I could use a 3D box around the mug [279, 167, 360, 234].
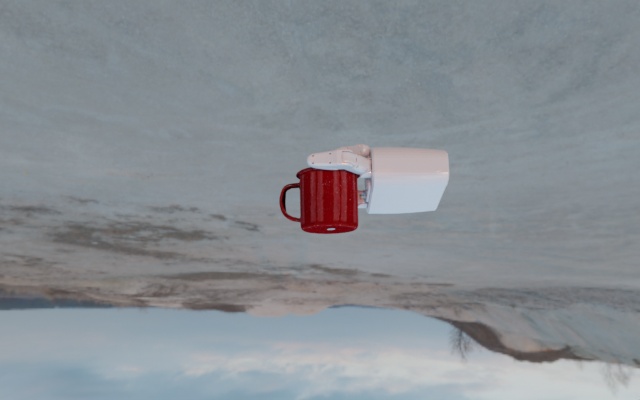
[{"bbox_3d":[-0.001,0.002,0.675,0.117,0.081,0.093,-1,-12,0],"label":"mug"}]
